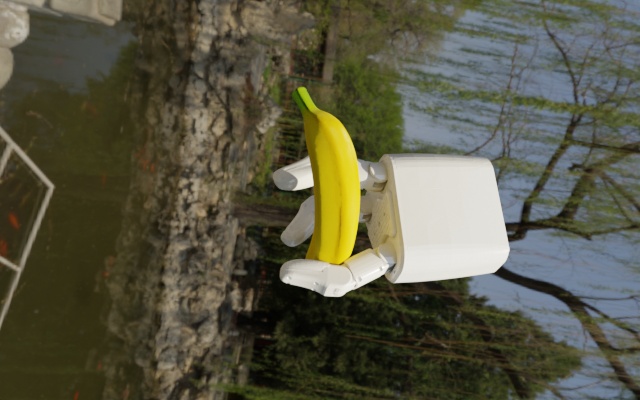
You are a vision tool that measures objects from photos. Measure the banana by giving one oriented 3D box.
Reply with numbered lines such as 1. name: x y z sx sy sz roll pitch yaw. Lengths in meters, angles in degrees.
1. banana: 0.007 0.008 0.403 0.037 0.198 0.069 -12 35 -17
